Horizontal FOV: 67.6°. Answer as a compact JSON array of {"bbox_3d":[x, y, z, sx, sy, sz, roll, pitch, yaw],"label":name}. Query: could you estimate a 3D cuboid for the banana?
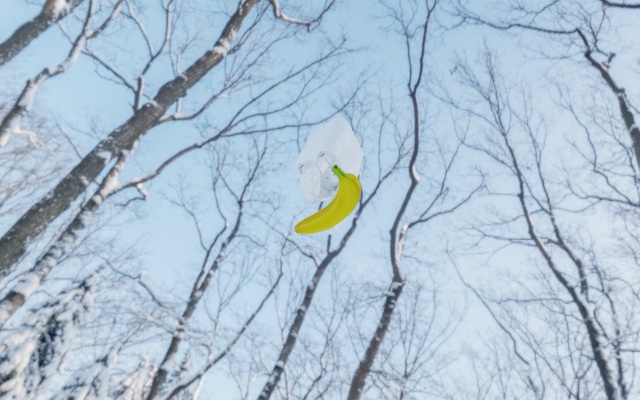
[{"bbox_3d":[0.018,0.009,0.793,0.069,0.037,0.198,26,-41,-6],"label":"banana"}]
